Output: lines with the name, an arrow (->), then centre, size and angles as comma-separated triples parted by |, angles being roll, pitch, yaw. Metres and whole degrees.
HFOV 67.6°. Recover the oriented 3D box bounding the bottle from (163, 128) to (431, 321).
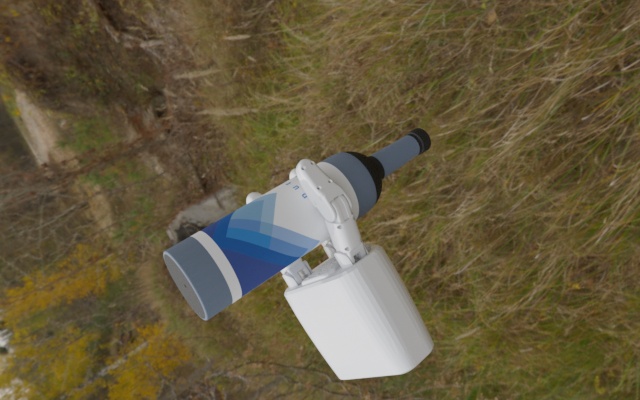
bottle -> 0.000, 0.002, 0.457 | 0.295, 0.069, 0.069 | -32, 16, -27
